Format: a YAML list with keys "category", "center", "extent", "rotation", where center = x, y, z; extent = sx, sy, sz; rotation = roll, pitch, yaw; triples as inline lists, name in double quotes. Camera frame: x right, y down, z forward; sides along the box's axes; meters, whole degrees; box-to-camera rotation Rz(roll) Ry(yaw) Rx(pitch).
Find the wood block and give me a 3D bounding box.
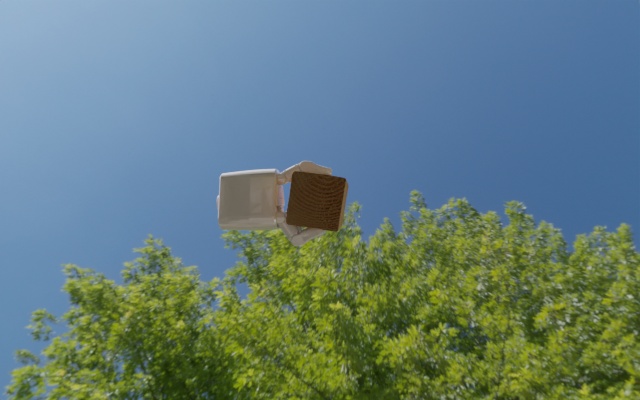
- category: "wood block"
  center: [0.000, 0.002, 0.872]
  extent: [0.090, 0.091, 0.206]
  rotation: [8, 0, 4]
